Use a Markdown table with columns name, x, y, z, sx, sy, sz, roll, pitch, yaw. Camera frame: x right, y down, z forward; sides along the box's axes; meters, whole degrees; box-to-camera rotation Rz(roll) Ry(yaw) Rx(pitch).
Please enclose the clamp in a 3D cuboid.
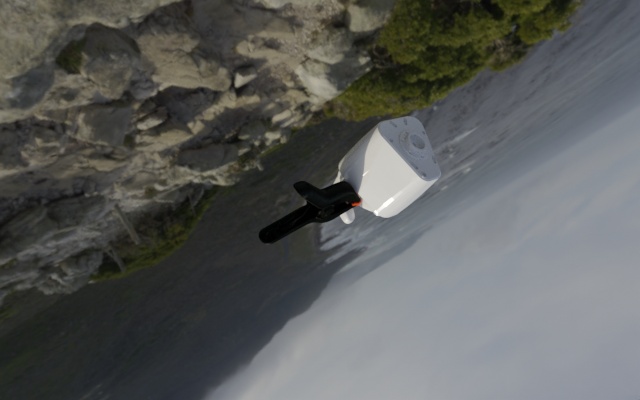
| name | x | y | z | sx | sy | sz | roll | pitch | yaw |
| --- | --- | --- | --- | --- | --- | --- | --- | --- | --- |
| clamp | 0.000 | 0.003 | 0.675 | 0.171 | 0.039 | 0.120 | -21 | -18 | -39 |
